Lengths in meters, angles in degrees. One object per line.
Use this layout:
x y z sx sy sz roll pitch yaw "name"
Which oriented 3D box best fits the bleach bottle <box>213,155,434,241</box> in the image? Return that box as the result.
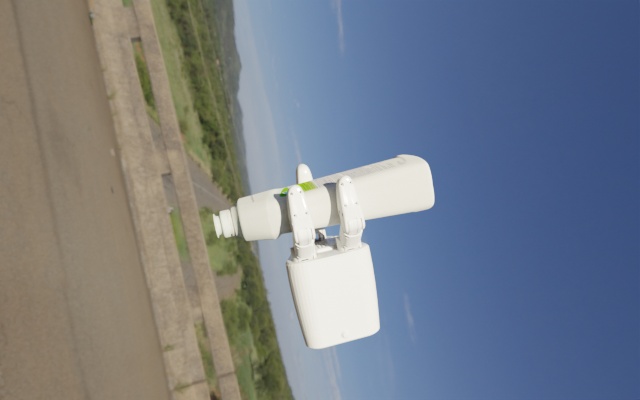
0.000 0.002 0.570 0.251 0.068 0.102 -12 9 -9 "bleach bottle"
